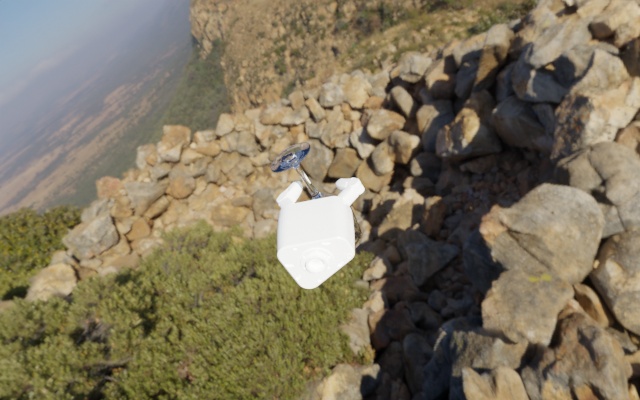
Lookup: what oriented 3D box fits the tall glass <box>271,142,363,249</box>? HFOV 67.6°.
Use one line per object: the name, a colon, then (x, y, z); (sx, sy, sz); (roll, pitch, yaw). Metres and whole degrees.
tall glass: (0.000, 0.002, 0.811); (0.079, 0.201, 0.079); (-25, 30, 16)
